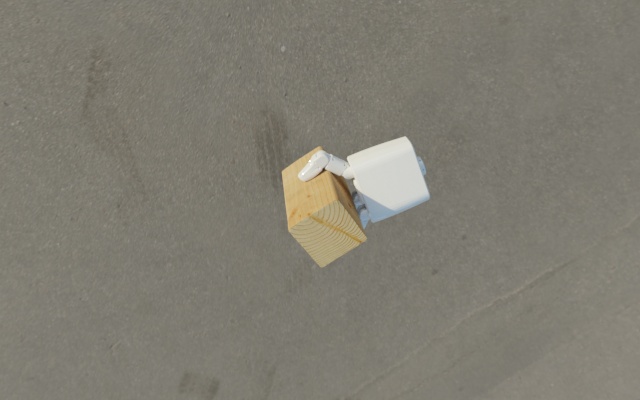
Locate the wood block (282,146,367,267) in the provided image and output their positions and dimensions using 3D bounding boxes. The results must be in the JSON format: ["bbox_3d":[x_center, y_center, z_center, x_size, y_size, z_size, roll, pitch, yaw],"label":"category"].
[{"bbox_3d":[0.000,0.002,0.804,0.090,0.091,0.206,-33,27,10],"label":"wood block"}]
